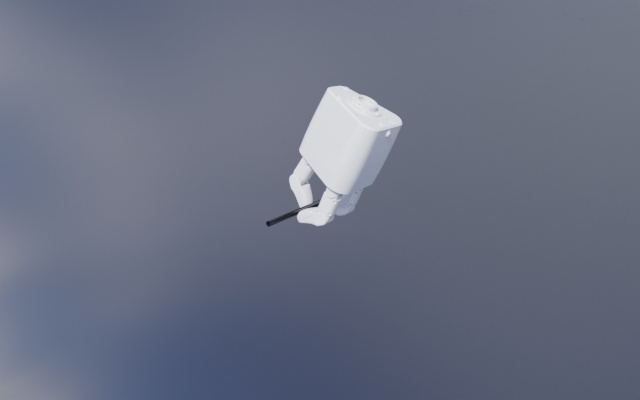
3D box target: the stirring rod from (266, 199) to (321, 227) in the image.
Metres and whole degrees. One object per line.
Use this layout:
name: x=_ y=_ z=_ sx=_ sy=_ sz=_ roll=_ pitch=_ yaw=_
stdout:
stirring rod: x=0.000 y=0.002 z=0.754 sx=0.011 sy=0.011 sz=0.239 roll=0 pitch=14 yaw=39
